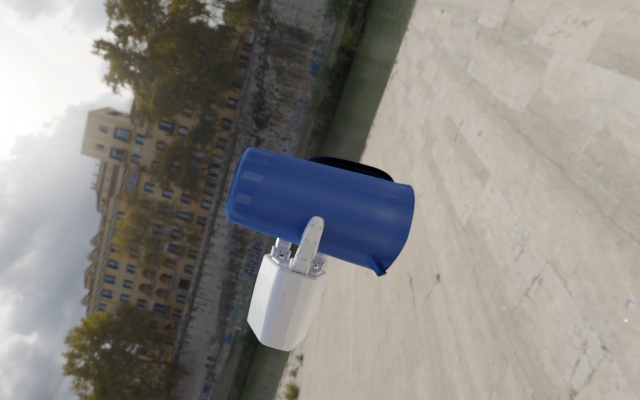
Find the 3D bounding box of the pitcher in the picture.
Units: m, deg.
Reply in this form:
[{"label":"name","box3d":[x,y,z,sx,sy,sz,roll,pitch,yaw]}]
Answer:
[{"label":"pitcher","box3d":[0.000,0.002,0.674,0.243,0.145,0.149,17,3,-5]}]
